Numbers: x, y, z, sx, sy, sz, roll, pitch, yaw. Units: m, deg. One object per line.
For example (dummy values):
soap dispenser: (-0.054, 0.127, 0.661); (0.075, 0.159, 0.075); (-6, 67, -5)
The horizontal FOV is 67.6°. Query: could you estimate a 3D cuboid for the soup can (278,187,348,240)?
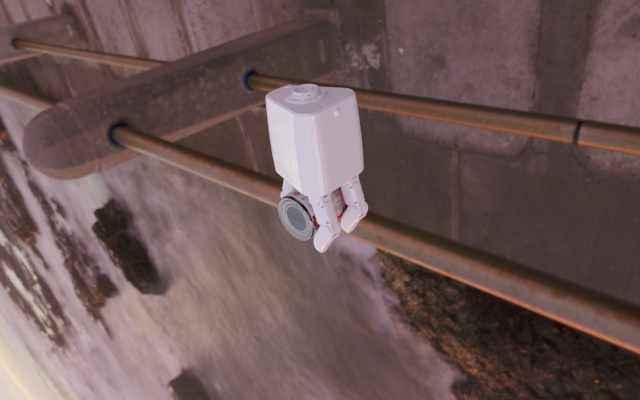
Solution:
soup can: (0.000, 0.003, 0.659); (0.102, 0.068, 0.068); (-34, 21, -36)
